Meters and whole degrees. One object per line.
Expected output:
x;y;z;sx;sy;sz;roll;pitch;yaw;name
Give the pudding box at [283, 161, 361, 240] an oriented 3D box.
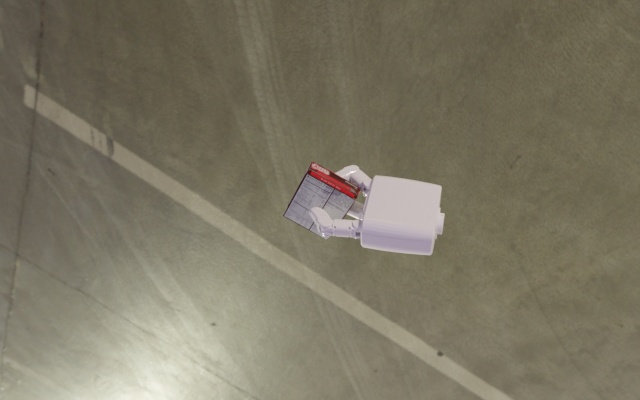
0.000;0.003;0.776;0.090;0.113;0.039;30;40;-3;pudding box
